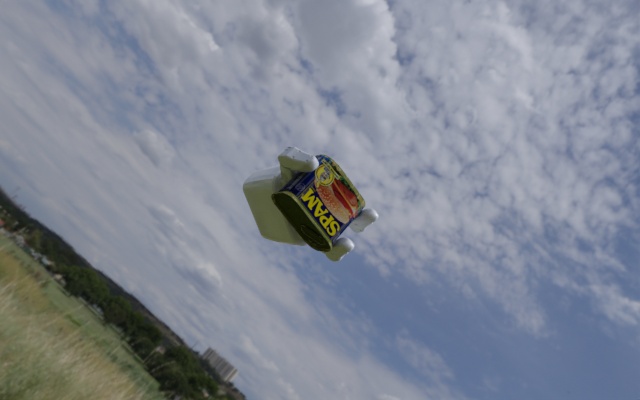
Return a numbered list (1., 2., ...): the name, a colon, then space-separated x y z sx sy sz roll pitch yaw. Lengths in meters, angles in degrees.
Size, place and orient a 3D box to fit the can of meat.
1. can of meat: 0.000 0.002 0.629 0.084 0.102 0.057 -47 21 -26
